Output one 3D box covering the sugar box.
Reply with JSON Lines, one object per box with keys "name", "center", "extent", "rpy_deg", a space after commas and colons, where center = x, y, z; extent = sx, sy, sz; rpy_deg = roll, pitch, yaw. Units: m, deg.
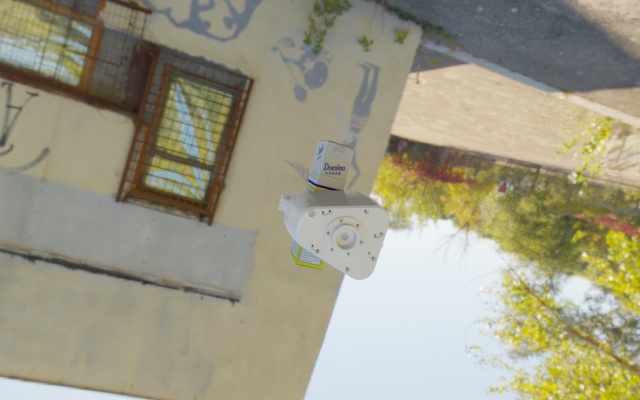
{"name": "sugar box", "center": [0.001, 0.003, 0.692], "extent": [0.048, 0.176, 0.093], "rpy_deg": [16, 6, -11]}
